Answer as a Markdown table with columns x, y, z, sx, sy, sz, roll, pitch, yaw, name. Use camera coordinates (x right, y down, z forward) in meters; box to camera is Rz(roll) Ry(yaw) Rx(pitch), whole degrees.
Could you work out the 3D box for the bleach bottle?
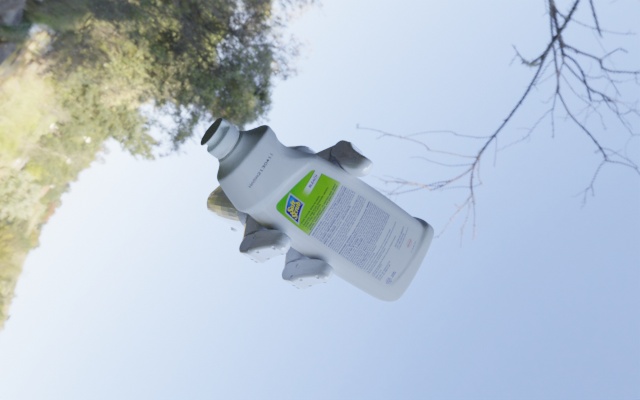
| x | y | z | sx | sy | sz | roll | pitch | yaw | name |
| --- | --- | --- | --- | --- | --- | --- | --- | --- | --- |
| 0.000 | 0.002 | 0.460 | 0.251 | 0.102 | 0.068 | 37 | -16 | -29 | bleach bottle |
